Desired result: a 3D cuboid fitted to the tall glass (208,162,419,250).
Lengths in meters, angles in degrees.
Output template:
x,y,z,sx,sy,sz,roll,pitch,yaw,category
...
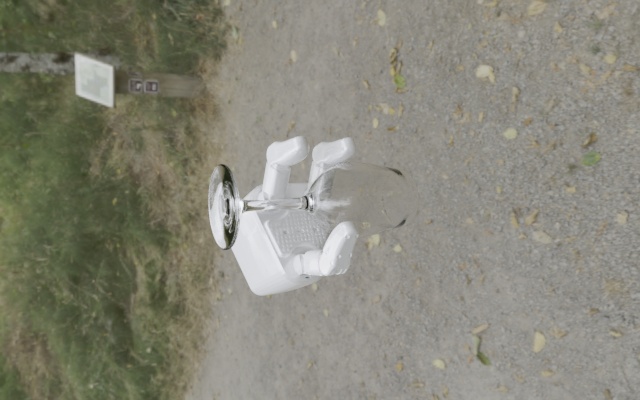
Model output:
x,y,z,sx,sy,sz,roll,pitch,yaw,category
0.000,0.002,0.462,0.201,0.079,0.079,-3,1,-31,tall glass
